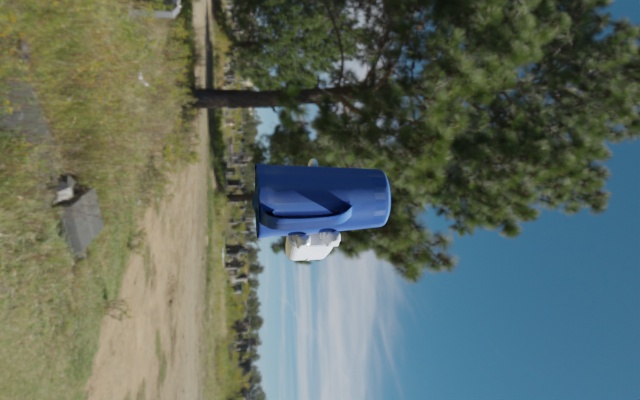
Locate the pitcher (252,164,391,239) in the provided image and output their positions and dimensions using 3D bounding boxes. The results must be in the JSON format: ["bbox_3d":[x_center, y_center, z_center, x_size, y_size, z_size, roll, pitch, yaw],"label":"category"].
[{"bbox_3d":[0.000,0.003,0.859,0.243,0.149,0.145,-2,-25,-10],"label":"pitcher"}]
